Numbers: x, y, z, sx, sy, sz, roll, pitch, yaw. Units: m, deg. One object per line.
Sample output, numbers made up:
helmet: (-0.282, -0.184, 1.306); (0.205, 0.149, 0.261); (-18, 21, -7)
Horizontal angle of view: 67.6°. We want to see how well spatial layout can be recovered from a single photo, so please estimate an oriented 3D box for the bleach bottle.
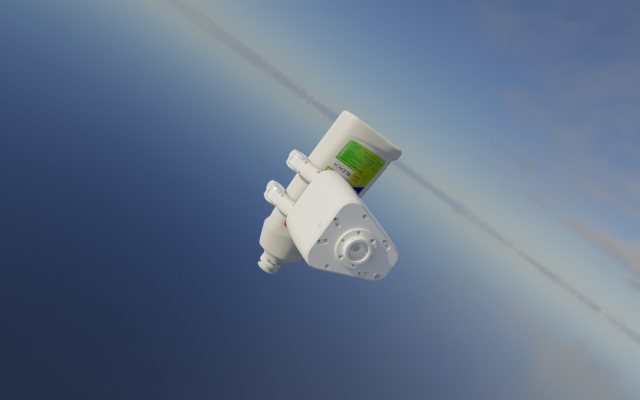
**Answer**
bleach bottle: (0.000, 0.002, 0.681); (0.102, 0.251, 0.068); (32, 10, -24)
